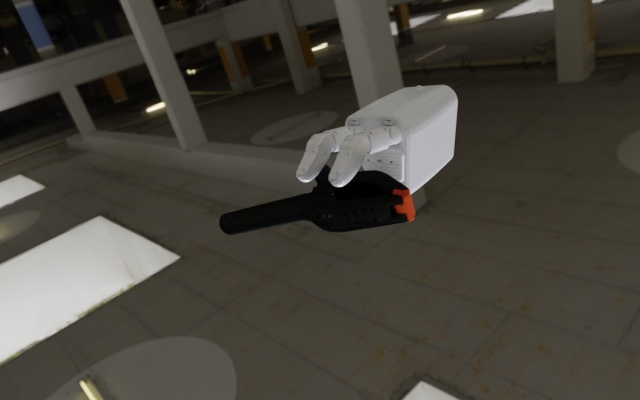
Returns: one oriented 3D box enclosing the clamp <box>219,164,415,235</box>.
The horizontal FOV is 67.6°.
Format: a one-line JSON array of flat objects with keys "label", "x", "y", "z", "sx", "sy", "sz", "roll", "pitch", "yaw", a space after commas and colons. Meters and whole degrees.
[{"label": "clamp", "x": 0.001, "y": 0.002, "z": 0.505, "sx": 0.164, "sy": 0.036, "sz": 0.210, "roll": -36, "pitch": 30, "yaw": -31}]
